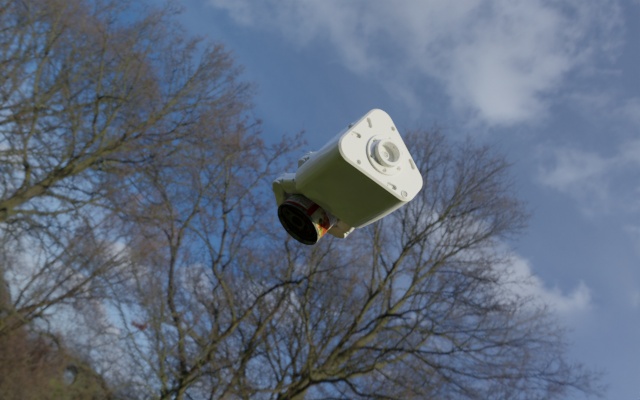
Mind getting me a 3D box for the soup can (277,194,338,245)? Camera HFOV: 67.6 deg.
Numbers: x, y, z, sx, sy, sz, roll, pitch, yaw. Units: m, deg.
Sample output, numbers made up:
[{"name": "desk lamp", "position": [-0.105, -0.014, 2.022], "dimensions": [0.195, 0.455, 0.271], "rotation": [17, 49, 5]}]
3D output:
[{"name": "soup can", "position": [0.000, 0.002, 0.645], "dimensions": [0.068, 0.068, 0.102], "rotation": [0, 36, 48]}]
